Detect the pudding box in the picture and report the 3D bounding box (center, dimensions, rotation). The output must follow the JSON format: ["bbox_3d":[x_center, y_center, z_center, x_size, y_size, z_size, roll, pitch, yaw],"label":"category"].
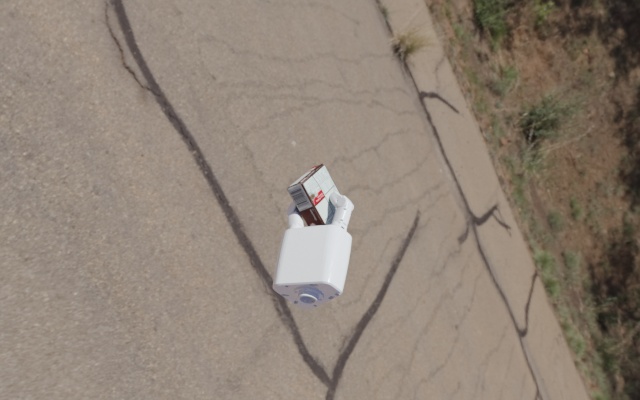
[{"bbox_3d":[0.000,0.003,0.856,0.039,0.113,0.090,-19,16,35],"label":"pudding box"}]
